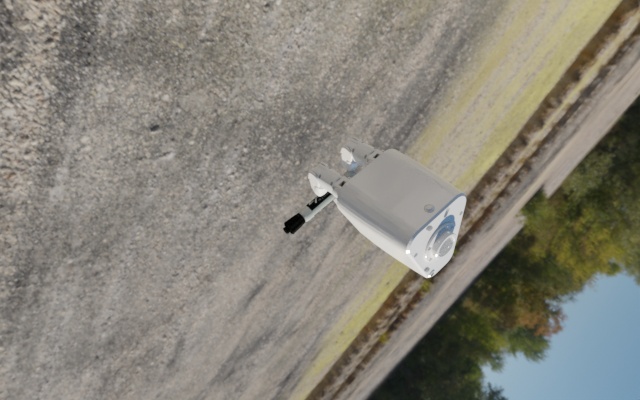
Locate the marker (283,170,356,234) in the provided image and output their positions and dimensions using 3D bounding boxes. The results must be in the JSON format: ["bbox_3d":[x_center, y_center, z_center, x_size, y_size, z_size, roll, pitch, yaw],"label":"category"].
[{"bbox_3d":[0.000,0.002,0.618,0.121,0.020,0.020,-40,13,-16],"label":"marker"}]
